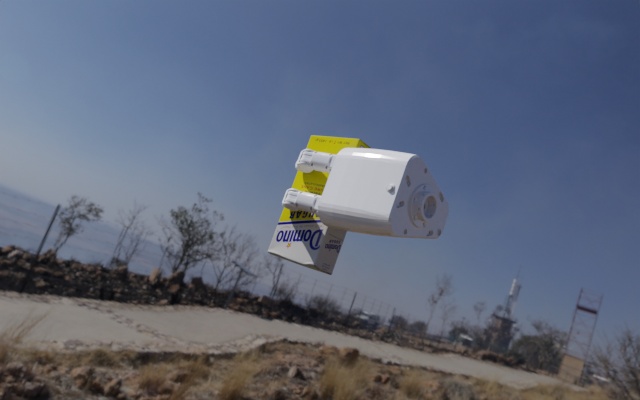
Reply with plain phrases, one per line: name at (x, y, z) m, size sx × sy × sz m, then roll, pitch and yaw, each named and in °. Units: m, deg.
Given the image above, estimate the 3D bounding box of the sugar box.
sugar box at (0.000, 0.002, 0.641) m, size 0.093 × 0.176 × 0.048 m, roll 11°, pitch -15°, yaw 43°
